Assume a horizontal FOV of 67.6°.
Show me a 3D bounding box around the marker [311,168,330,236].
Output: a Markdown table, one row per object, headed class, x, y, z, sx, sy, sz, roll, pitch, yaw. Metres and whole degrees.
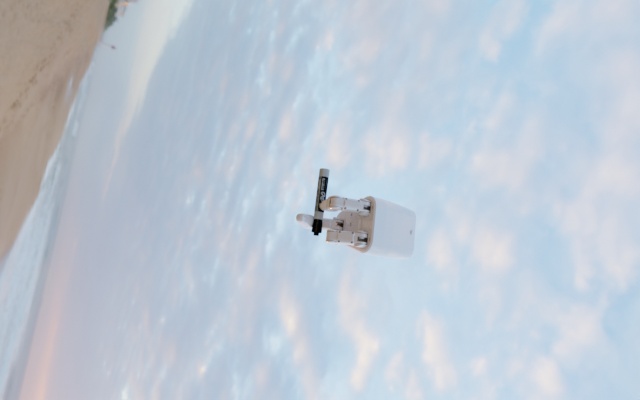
| class | x | y | z | sx | sy | sz | roll | pitch | yaw |
| --- | --- | --- | --- | --- | --- | --- | --- | --- | --- |
| marker | 0.000 | 0.003 | 0.850 | 0.020 | 0.121 | 0.020 | 7 | -11 | 1 |
